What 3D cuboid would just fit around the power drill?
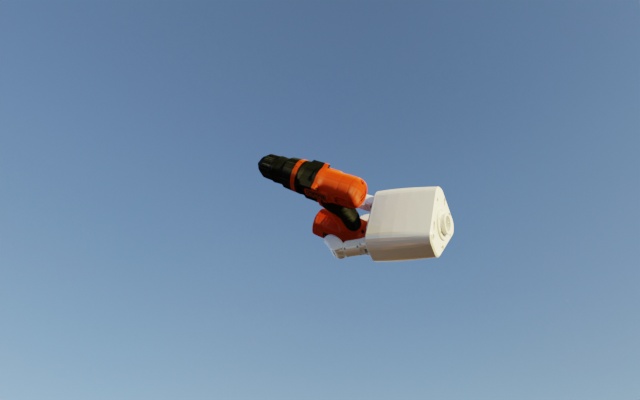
[{"bbox_3d":[0.000,0.003,0.776,0.184,0.057,0.188,20,-22,27],"label":"power drill"}]
